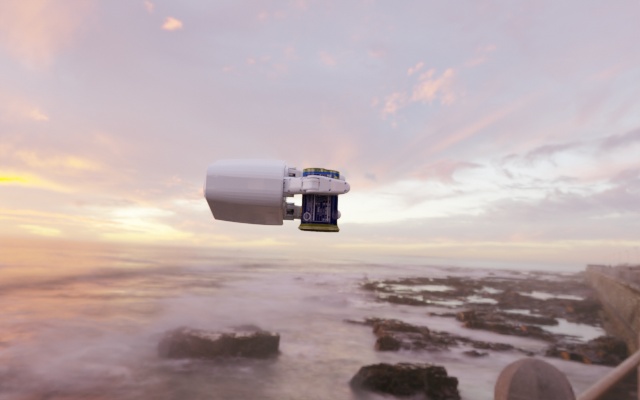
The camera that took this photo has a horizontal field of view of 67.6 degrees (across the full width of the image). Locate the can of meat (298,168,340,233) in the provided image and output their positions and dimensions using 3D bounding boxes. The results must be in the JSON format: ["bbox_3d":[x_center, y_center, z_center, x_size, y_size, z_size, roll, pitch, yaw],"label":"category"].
[{"bbox_3d":[0.000,0.002,0.686,0.057,0.084,0.102,2,-6,2],"label":"can of meat"}]
